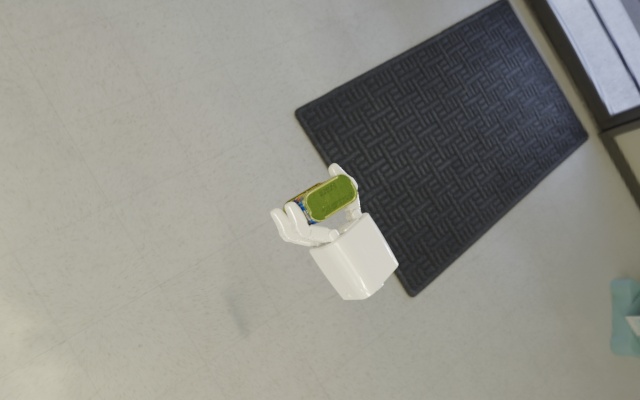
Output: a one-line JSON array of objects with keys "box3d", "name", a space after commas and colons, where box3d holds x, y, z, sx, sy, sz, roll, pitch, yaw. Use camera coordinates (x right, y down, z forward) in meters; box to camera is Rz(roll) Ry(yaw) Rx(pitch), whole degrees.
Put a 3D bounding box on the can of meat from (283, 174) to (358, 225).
[{"box3d": [0.000, 0.002, 0.782, 0.102, 0.057, 0.084, -31, 4, -27], "name": "can of meat"}]
